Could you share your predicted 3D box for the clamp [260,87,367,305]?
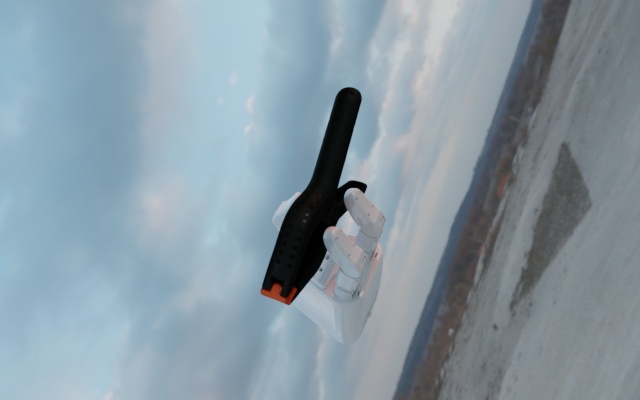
[{"bbox_3d":[-0.001,0.002,0.474,0.036,0.210,0.165,16,-38,20],"label":"clamp"}]
